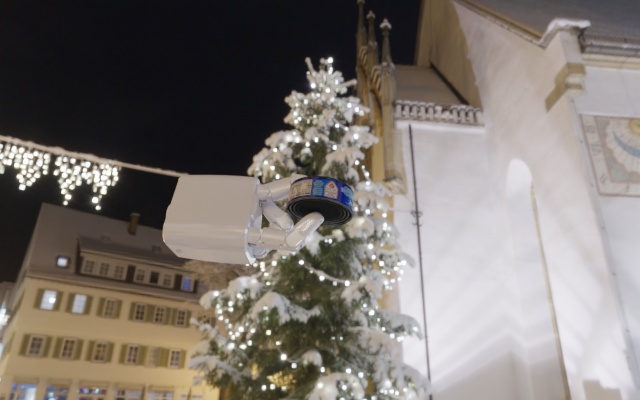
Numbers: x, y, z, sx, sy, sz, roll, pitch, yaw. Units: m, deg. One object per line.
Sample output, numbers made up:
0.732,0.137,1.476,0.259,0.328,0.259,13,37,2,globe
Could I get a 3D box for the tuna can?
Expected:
0.000,0.002,0.617,0.086,0.033,0.086,6,-25,3,tuna can
